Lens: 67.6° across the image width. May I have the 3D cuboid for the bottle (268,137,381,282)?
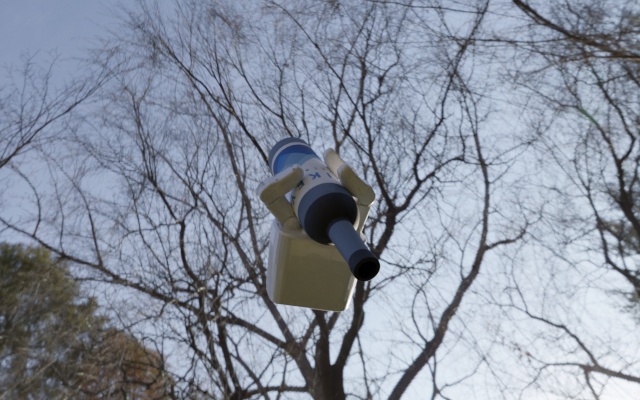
[{"bbox_3d":[0.000,0.002,0.570,0.069,0.069,0.295,0,25,-19],"label":"bottle"}]
